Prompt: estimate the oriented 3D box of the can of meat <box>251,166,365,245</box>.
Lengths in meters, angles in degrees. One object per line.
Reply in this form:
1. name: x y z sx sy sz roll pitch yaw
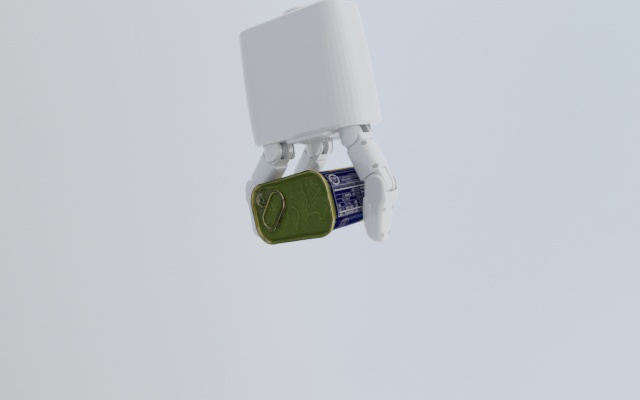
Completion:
1. can of meat: 0.000 0.001 0.444 0.102 0.057 0.084 -13 0 45
